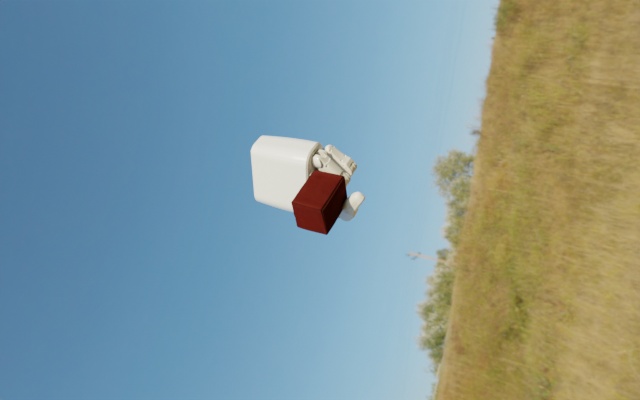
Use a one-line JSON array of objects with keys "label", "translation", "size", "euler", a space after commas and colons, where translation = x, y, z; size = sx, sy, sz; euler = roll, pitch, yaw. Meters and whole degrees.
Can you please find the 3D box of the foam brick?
[{"label": "foam brick", "translation": [0.000, 0.002, 0.700], "size": [0.051, 0.053, 0.078], "euler": [13, 47, 24]}]
